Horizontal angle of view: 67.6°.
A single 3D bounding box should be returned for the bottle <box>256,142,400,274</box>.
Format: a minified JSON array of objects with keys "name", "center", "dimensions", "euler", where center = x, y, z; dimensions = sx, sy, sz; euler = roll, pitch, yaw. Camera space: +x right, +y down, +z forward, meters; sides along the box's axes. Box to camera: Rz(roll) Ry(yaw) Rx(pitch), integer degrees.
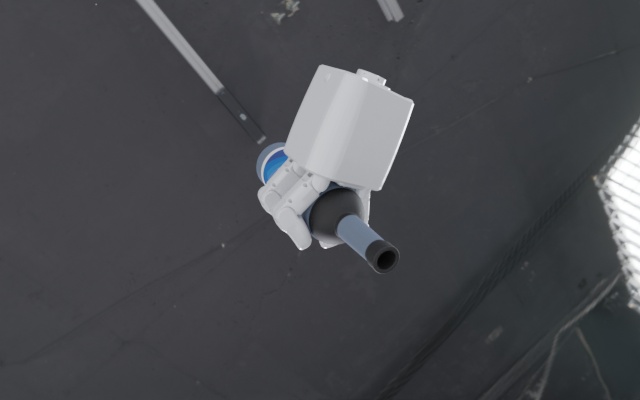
[{"name":"bottle","center":[0.000,0.002,0.546],"dimensions":[0.069,0.069,0.295],"euler":[0,20,-25]}]
